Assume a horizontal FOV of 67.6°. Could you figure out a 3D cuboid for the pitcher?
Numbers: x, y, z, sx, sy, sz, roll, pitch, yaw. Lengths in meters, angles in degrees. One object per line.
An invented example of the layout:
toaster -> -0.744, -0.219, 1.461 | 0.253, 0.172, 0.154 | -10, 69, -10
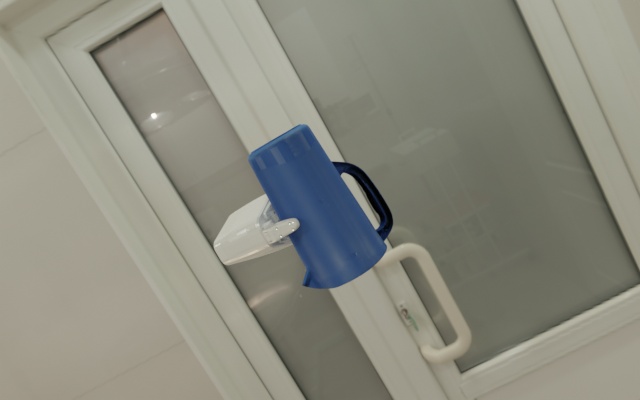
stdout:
pitcher -> 0.000, 0.003, 0.754 | 0.145, 0.243, 0.149 | -26, 10, 27
